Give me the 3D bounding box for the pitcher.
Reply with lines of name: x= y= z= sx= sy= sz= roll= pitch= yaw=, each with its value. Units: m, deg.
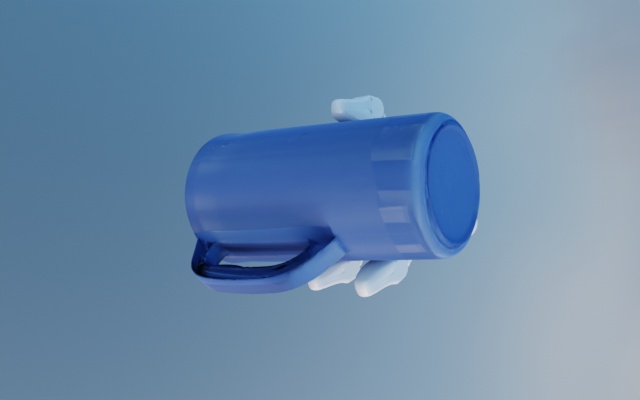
pitcher: x=0.000 y=0.001 z=0.414 sx=0.243 sy=0.149 sz=0.145 roll=-3 pitch=-1 yaw=40
